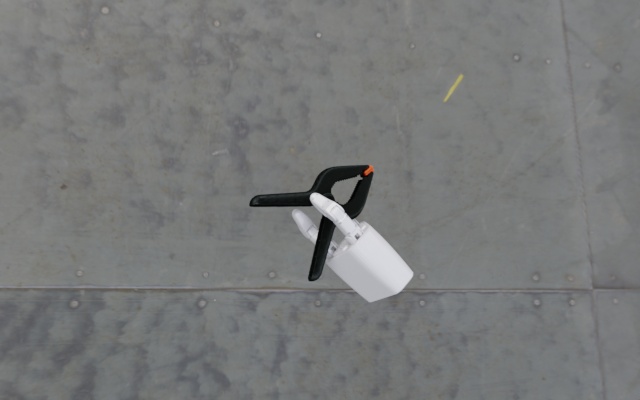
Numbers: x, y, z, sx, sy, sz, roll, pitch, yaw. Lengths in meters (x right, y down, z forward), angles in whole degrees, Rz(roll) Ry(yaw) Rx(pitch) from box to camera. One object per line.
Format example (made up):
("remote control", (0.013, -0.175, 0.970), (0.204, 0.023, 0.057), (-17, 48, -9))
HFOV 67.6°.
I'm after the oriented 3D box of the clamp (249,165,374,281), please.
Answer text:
("clamp", (0.001, 0.002, 0.778), (0.210, 0.164, 0.036), (-46, 8, -17))
